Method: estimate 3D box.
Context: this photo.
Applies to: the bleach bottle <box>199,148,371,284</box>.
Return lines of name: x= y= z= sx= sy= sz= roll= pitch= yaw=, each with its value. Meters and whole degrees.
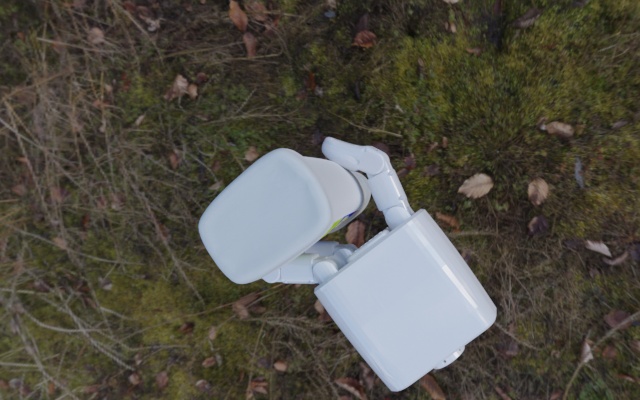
bleach bottle: x=0.000 y=0.001 z=0.435 sx=0.102 sy=0.068 sz=0.251 roll=-37 pitch=-7 yaw=20
